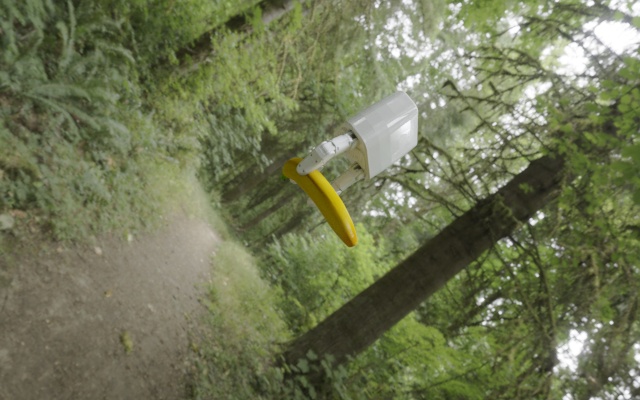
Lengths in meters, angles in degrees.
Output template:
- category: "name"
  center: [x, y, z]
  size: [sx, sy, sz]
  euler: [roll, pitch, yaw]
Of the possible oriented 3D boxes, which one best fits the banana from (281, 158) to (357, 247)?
- category: "banana"
  center: [-0.005, -0.012, 0.716]
  size: [0.037, 0.070, 0.197]
  euler: [-32, 50, -14]
